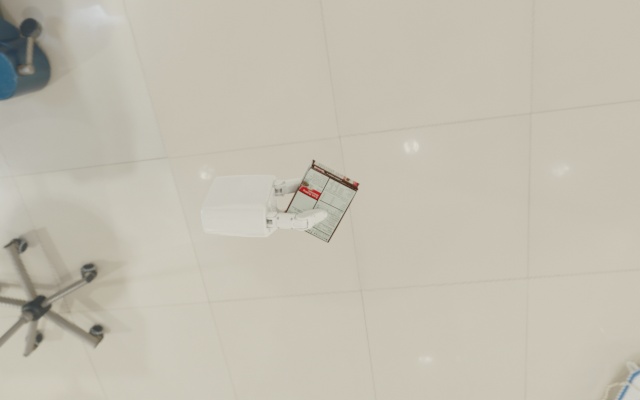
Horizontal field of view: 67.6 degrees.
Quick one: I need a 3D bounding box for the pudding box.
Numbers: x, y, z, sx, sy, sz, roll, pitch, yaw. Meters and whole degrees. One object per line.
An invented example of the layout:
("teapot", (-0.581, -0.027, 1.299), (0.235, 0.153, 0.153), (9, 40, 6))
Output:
("pudding box", (0.000, 0.003, 0.795), (0.090, 0.113, 0.039), (27, 24, -4))
